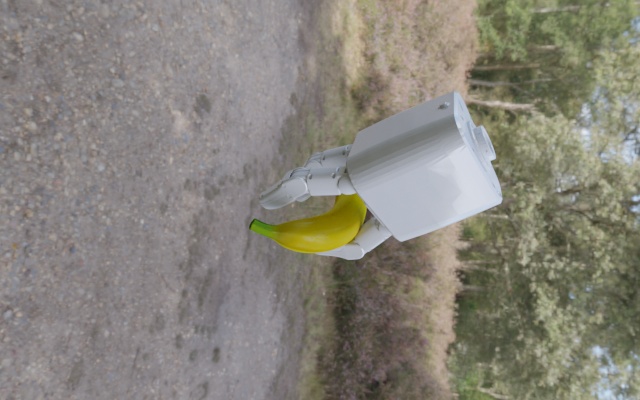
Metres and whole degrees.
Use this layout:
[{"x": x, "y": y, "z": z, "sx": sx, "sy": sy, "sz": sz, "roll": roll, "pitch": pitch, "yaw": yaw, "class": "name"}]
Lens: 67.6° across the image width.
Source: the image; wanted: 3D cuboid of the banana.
[{"x": 0.011, "y": 0.015, "z": 0.501, "sx": 0.037, "sy": 0.069, "sz": 0.197, "roll": -52, "pitch": -14, "yaw": 28, "class": "banana"}]
